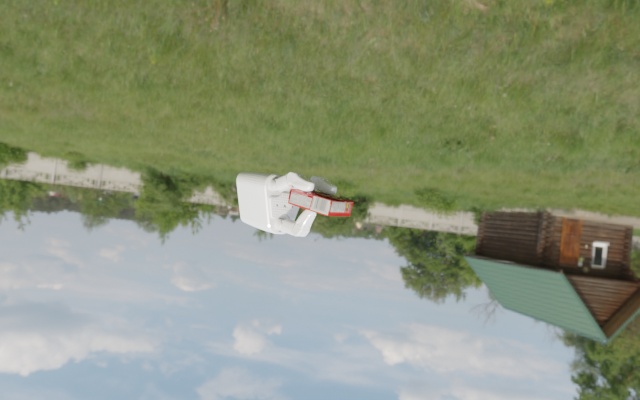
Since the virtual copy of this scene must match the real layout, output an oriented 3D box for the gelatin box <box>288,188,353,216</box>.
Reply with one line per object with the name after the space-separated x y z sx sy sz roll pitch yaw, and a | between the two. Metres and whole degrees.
0.000 0.003 0.826 0.089 0.030 0.073 17 7 34 | gelatin box
